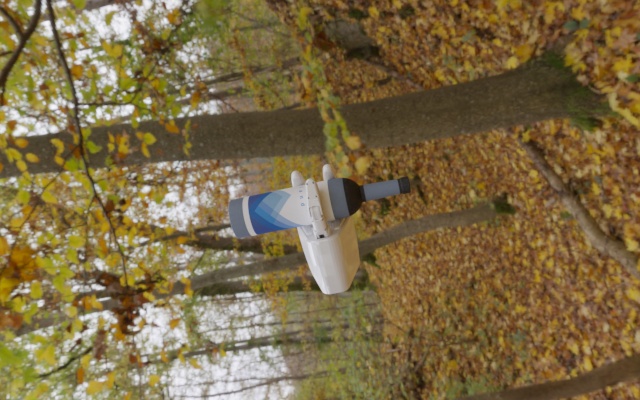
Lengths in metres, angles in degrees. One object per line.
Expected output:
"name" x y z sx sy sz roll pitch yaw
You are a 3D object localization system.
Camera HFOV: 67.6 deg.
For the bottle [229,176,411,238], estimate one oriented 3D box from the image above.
"bottle" 0.000 0.003 0.788 0.296 0.069 0.069 -11 -1 6
